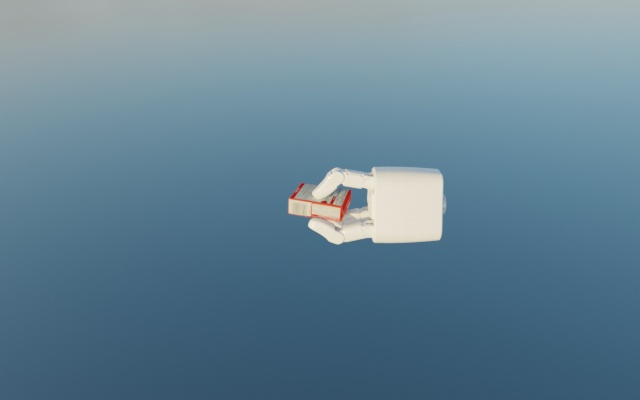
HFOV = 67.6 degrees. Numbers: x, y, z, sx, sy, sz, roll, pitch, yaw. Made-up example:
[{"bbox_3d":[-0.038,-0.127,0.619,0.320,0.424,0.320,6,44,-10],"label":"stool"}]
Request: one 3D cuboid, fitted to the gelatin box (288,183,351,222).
[{"bbox_3d":[0.000,0.002,0.772,0.089,0.030,0.073,9,25,10],"label":"gelatin box"}]
